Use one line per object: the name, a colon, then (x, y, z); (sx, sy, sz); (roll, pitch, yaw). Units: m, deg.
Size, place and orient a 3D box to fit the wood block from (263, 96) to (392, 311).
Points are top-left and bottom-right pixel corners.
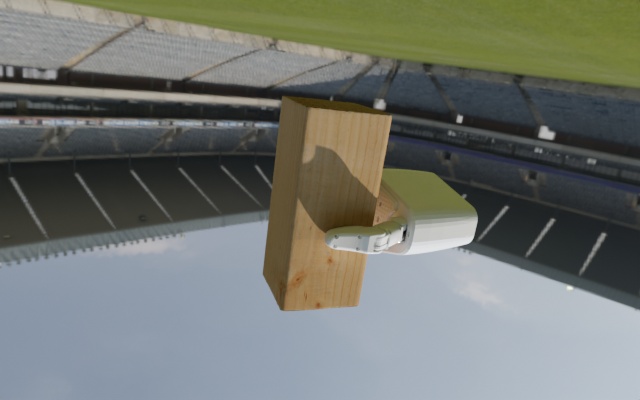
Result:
wood block: (0.001, 0.002, 0.506); (0.090, 0.206, 0.090); (1, 17, -21)
